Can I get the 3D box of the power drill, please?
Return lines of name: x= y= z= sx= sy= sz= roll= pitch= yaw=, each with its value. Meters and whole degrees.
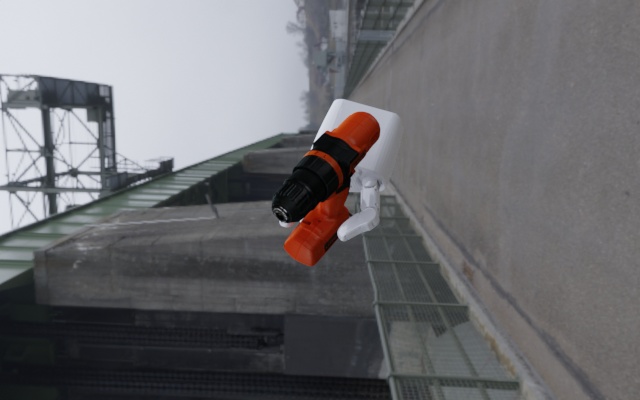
power drill: x=0.000 y=0.002 z=0.587 sx=0.057 sy=0.188 sz=0.184 roll=34 pitch=54 yaw=14
